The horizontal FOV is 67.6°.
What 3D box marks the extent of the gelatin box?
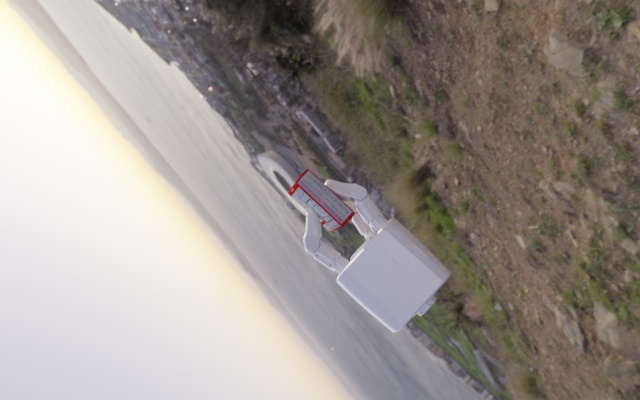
[{"bbox_3d":[0.000,0.002,0.663,0.089,0.030,0.073,42,-15,-2],"label":"gelatin box"}]
